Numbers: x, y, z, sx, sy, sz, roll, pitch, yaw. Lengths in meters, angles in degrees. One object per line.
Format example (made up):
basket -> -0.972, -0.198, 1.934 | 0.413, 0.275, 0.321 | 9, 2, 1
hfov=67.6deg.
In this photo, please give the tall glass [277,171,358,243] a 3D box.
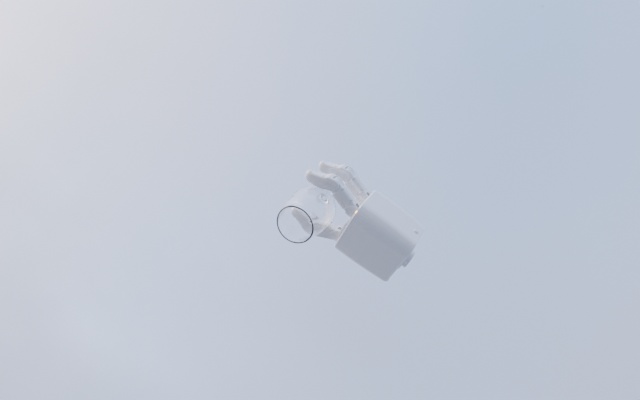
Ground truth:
tall glass -> 0.000, 0.002, 0.801 | 0.079, 0.079, 0.201 | 0, 20, 25
